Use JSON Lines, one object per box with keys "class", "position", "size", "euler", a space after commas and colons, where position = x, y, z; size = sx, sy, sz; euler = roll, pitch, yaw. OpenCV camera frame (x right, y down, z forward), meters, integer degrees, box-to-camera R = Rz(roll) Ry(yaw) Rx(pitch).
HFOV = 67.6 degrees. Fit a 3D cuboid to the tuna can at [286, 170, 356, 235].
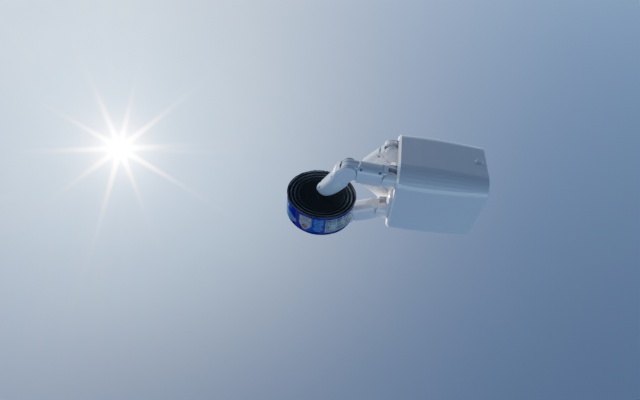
{"class": "tuna can", "position": [0.000, 0.002, 0.596], "size": [0.086, 0.034, 0.086], "euler": [4, 44, -4]}
